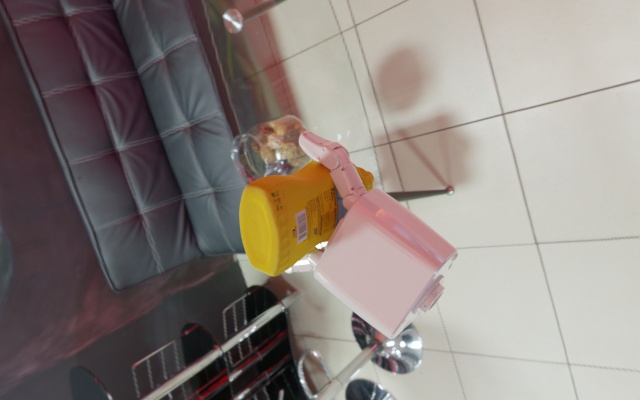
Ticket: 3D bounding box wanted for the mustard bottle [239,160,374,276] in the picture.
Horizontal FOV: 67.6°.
[{"bbox_3d":[0.000,0.002,0.525,0.058,0.096,0.191,14,28,37],"label":"mustard bottle"}]
